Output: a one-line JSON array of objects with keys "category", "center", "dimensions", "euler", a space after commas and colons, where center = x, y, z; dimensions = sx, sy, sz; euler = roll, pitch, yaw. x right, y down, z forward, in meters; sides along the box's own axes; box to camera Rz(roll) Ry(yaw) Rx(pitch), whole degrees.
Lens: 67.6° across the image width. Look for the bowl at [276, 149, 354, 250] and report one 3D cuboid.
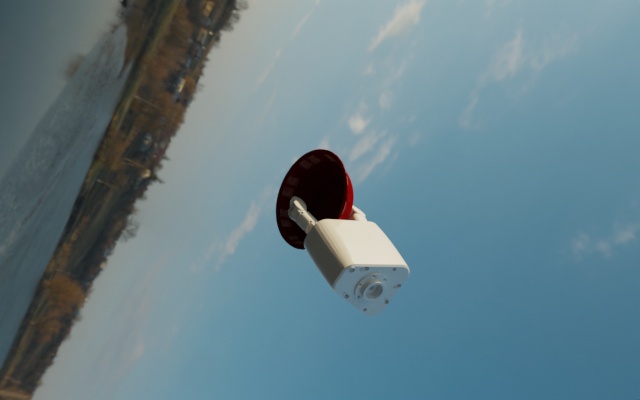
[{"category": "bowl", "center": [0.000, 0.002, 0.764], "dimensions": [0.055, 0.162, 0.162], "euler": [18, -12, -42]}]
